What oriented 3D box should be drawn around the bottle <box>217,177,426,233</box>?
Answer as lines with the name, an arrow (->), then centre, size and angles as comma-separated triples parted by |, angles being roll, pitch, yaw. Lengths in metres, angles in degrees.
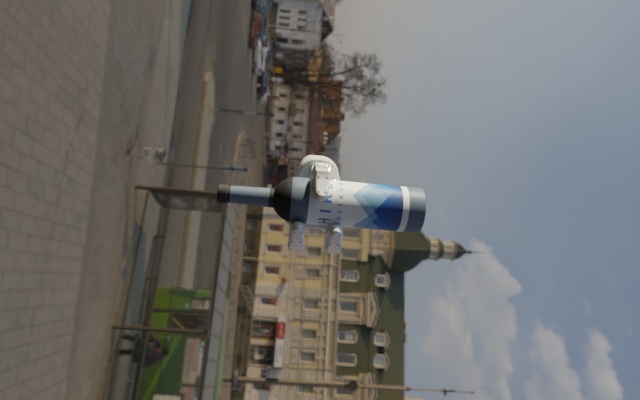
bottle -> 0.000, 0.002, 0.694 | 0.296, 0.069, 0.069 | 5, 0, -4
